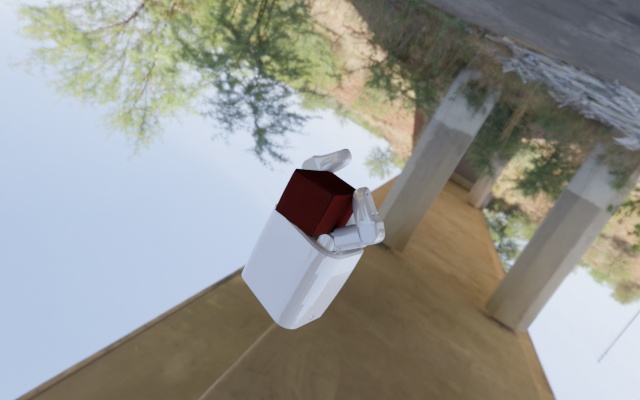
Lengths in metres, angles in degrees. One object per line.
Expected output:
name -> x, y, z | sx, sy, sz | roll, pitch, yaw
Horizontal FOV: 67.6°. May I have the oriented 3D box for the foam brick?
foam brick -> 0.000, 0.002, 0.509 | 0.053, 0.051, 0.078 | 37, 17, 23
